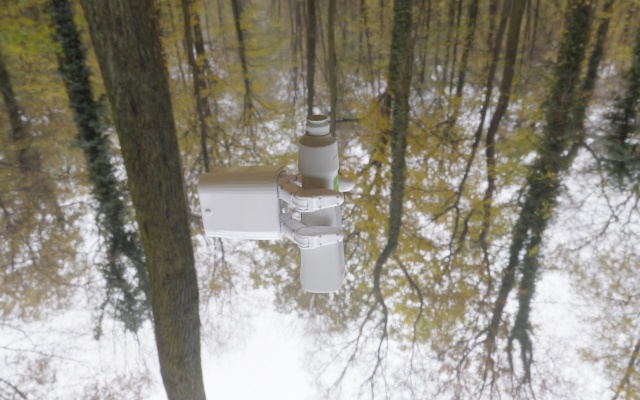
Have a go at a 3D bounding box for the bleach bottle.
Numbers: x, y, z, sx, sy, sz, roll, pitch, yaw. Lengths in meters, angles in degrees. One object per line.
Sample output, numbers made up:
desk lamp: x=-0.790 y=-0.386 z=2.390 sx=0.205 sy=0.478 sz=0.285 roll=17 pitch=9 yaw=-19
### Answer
bleach bottle: x=0.000 y=0.002 z=0.673 sx=0.068 sy=0.251 sz=0.102 roll=0 pitch=27 yaw=4
